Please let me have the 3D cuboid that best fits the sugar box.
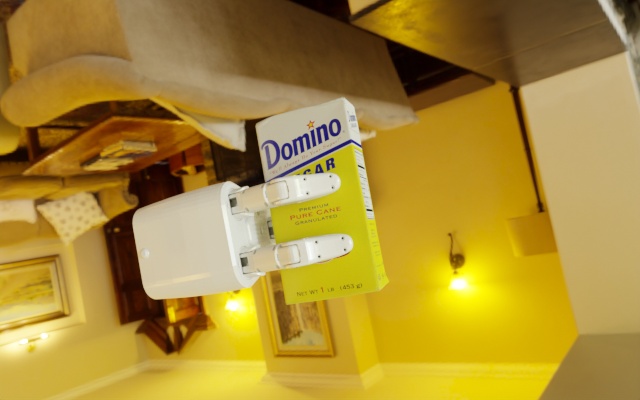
[{"bbox_3d":[0.000,0.002,0.448,0.093,0.176,0.048,-13,-4,17],"label":"sugar box"}]
